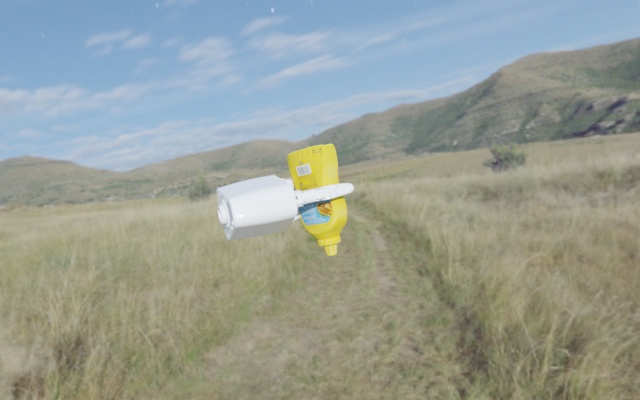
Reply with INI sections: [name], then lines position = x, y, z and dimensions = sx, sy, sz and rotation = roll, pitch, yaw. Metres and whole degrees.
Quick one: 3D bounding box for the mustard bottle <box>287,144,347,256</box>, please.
[mustard bottle]
position = 0.000, 0.002, 0.838
dimensions = 0.096, 0.191, 0.058
rotation = -11, 2, 43
